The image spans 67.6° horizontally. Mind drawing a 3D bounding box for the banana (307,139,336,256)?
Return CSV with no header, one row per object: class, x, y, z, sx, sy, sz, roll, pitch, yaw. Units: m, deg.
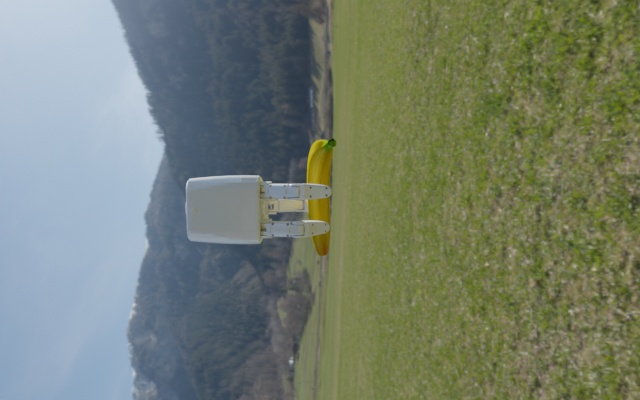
banana,-0.001,-0.012,0.725,0.037,0.198,0.069,-1,29,-5
